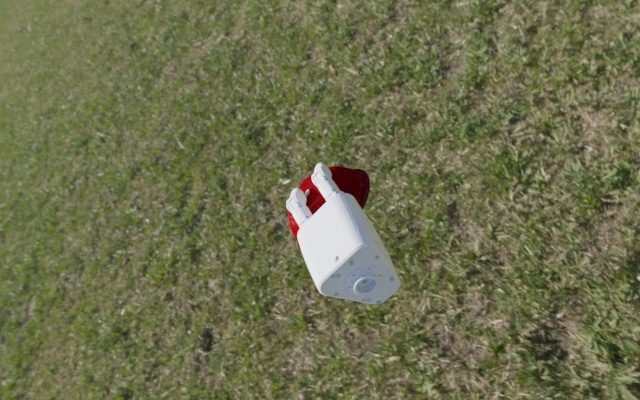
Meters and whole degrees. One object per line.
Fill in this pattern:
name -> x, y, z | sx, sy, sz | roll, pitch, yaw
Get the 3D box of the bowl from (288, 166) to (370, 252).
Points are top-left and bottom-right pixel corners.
bowl -> -0.001, 0.002, 0.741 | 0.055, 0.162, 0.162 | 37, -17, -24
